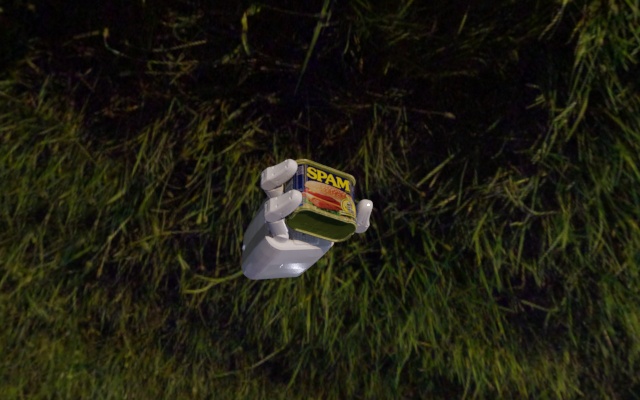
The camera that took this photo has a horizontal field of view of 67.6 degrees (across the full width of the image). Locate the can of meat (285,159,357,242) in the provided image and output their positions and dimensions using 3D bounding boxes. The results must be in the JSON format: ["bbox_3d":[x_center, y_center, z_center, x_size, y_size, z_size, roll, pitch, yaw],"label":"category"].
[{"bbox_3d":[0.000,0.002,0.655,0.102,0.084,0.057,18,-42,-25],"label":"can of meat"}]
